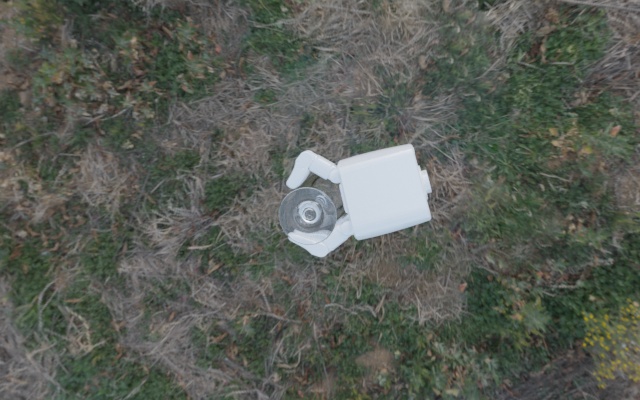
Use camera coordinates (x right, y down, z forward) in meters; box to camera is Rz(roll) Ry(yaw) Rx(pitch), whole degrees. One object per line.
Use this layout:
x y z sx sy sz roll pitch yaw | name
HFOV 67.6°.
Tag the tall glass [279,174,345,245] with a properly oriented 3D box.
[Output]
0.000 0.002 0.697 0.079 0.079 0.201 0 10 9 | tall glass
